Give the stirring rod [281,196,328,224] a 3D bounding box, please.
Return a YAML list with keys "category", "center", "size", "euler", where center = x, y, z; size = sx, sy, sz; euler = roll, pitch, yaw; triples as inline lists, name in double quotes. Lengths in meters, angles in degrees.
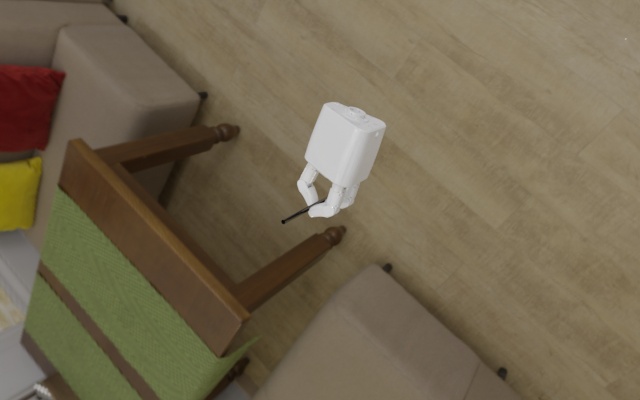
- category: "stirring rod"
  center: [0.000, 0.003, 0.891]
  size: [0.011, 0.011, 0.239]
  euler: [0, 16, 33]
